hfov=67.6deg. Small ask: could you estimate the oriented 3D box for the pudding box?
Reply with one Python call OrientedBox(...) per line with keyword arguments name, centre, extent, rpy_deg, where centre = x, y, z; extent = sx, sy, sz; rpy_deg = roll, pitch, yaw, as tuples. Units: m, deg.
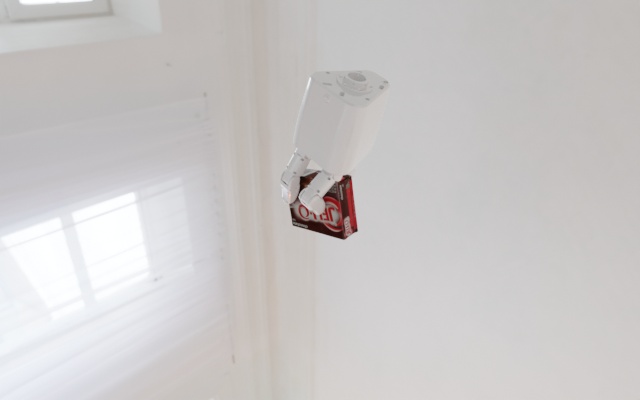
OrientedBox(name="pudding box", centre=(0.000, 0.002, 0.713), extent=(0.039, 0.090, 0.113), rpy_deg=(-25, 26, -39))
